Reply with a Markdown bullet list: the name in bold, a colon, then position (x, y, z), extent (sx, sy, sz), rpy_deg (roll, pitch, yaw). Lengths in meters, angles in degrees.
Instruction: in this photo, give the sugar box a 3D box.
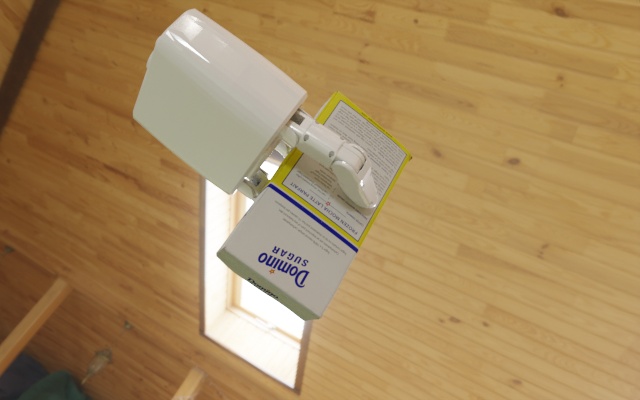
- **sugar box**: position (0.000, 0.001, 0.404), extent (0.093, 0.176, 0.048), rpy_deg (38, -25, -9)
